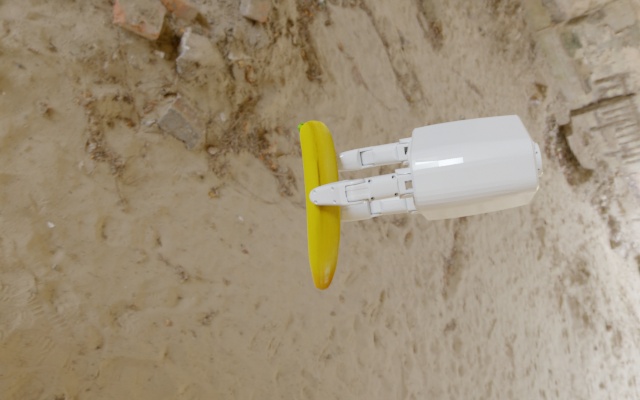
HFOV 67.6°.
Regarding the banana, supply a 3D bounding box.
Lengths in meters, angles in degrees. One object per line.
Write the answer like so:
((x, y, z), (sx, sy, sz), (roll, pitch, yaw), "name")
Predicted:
((0.001, -0.007, 0.510), (0.037, 0.197, 0.070), (-4, -17, -5), "banana")
